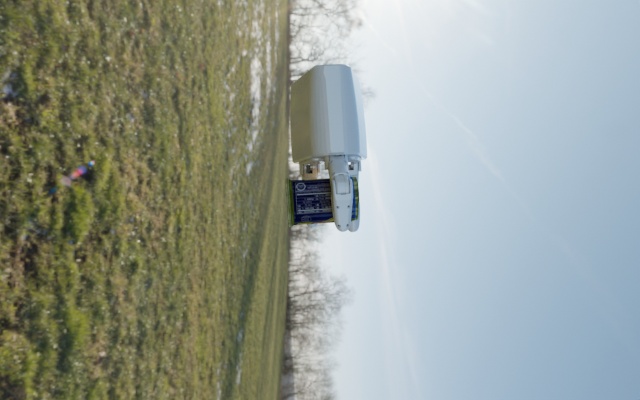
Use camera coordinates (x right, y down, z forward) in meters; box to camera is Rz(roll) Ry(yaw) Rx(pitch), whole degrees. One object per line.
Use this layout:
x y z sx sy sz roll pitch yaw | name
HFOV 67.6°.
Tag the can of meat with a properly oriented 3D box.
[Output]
0.000 0.002 0.591 0.084 0.057 0.102 -4 -4 -4 | can of meat
